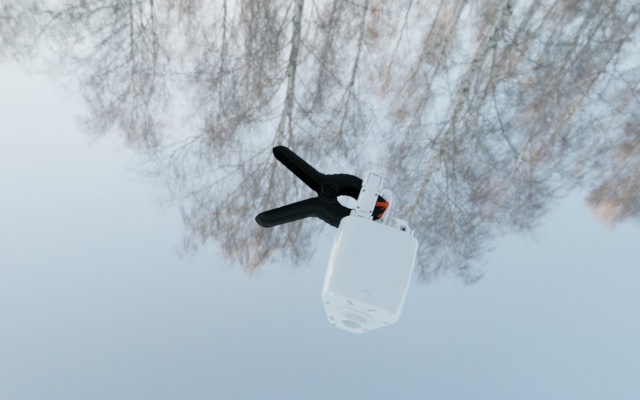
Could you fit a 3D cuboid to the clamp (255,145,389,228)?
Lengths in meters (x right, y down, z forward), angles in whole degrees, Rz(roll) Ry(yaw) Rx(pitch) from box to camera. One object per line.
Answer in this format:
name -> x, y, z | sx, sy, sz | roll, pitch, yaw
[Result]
clamp -> 0.000, 0.002, 0.622 | 0.171, 0.120, 0.039 | 19, -24, 2
